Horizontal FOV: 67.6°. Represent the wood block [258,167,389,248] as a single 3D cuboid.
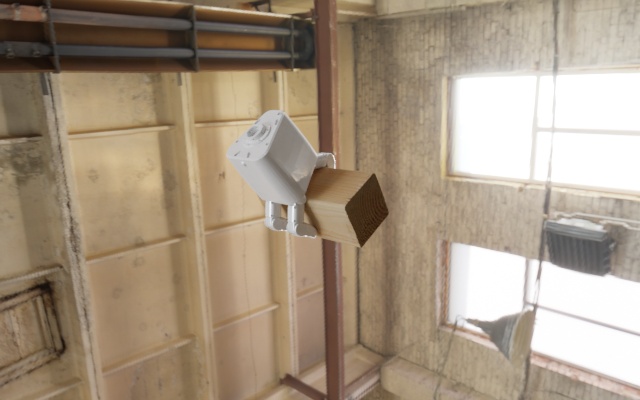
[{"bbox_3d":[0.000,0.002,0.822,0.206,0.090,0.090,10,46,42],"label":"wood block"}]
